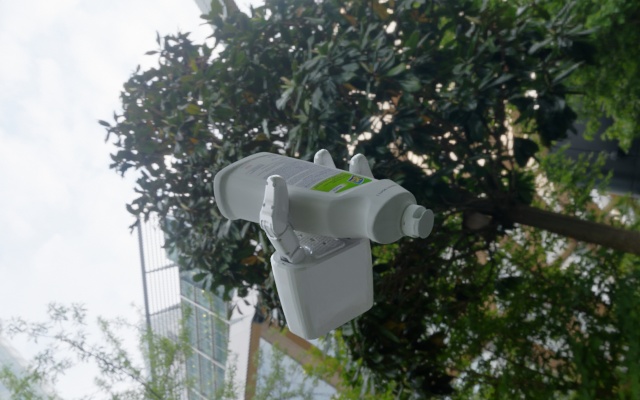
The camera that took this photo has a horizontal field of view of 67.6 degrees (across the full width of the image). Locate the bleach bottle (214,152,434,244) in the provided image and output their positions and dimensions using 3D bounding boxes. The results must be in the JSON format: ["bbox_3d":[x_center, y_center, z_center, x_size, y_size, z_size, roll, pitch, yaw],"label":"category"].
[{"bbox_3d":[0.000,0.002,0.522,0.251,0.068,0.102,14,35,39],"label":"bleach bottle"}]
